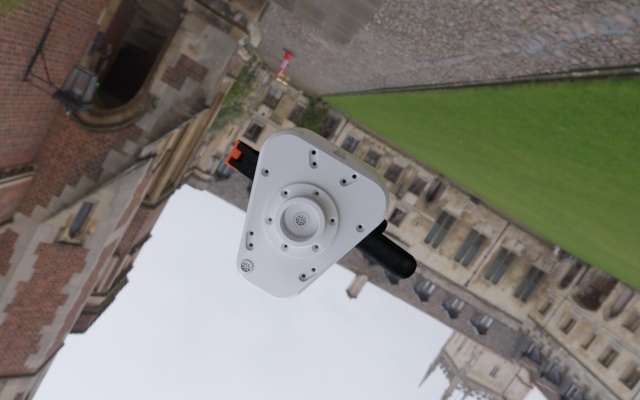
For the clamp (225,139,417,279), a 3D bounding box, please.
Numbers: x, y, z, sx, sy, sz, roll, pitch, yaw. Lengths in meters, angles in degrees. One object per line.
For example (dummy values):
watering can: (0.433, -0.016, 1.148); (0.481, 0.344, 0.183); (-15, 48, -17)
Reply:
clamp: (-0.001, 0.002, 0.507); (0.210, 0.036, 0.164); (31, 7, -1)
